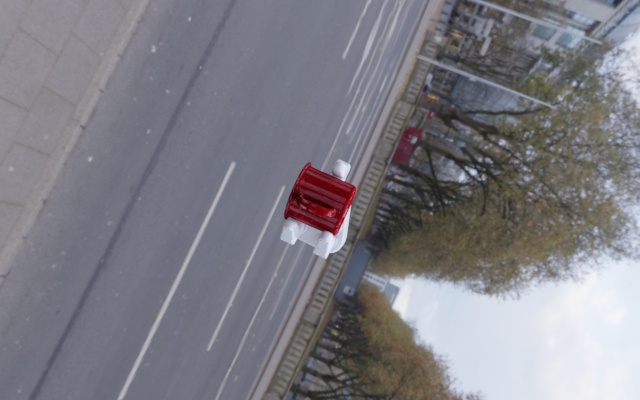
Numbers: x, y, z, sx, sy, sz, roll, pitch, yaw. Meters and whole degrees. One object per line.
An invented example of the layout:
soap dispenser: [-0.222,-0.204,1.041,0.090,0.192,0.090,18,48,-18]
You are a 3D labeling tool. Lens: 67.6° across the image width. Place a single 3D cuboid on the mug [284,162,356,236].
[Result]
mug: [0.000,0.002,0.695,0.081,0.093,0.117,24,9,6]
